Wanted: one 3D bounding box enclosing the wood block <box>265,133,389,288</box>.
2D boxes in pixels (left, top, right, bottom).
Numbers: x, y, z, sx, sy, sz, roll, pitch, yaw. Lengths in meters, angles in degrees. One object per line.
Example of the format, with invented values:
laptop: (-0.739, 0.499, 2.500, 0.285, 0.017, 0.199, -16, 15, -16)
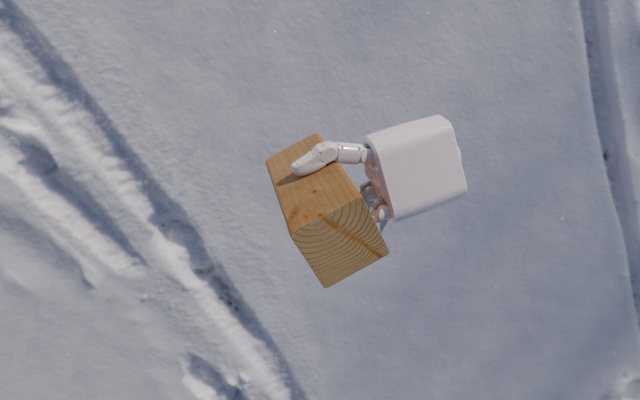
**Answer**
wood block: (0.000, 0.002, 0.617, 0.090, 0.091, 0.206, -29, 31, 1)
